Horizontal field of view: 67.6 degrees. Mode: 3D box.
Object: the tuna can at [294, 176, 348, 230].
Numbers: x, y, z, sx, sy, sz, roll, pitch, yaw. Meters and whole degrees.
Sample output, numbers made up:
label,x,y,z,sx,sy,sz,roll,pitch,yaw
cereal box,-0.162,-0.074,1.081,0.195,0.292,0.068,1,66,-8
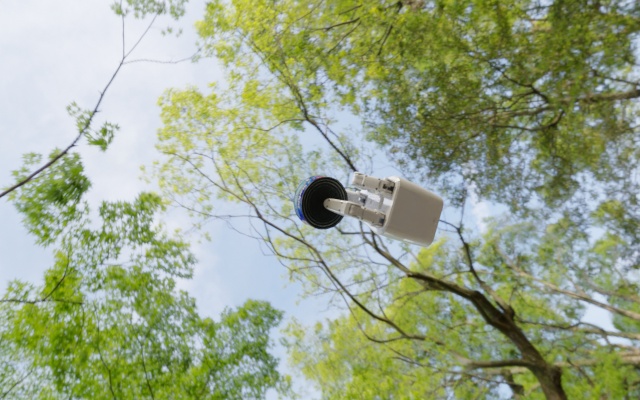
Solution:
label,x,y,z,sx,sy,sz,roll,pitch,yaw
tuna can,0.000,0.002,0.775,0.086,0.086,0.033,0,7,-29
